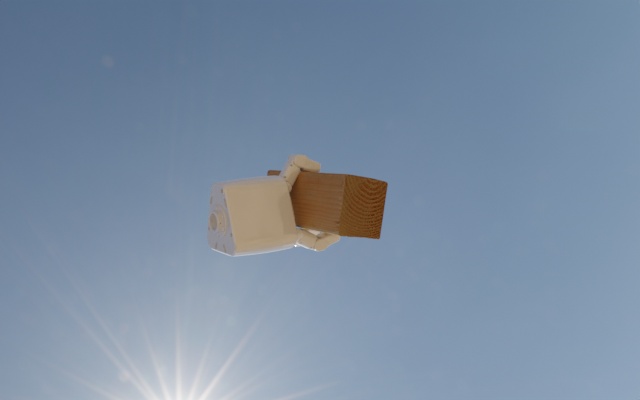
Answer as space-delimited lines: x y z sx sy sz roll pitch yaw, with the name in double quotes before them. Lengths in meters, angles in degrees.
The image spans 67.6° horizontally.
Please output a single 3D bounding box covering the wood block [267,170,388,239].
"wood block" 0.000 0.002 0.778 0.090 0.091 0.206 8 0 -39
